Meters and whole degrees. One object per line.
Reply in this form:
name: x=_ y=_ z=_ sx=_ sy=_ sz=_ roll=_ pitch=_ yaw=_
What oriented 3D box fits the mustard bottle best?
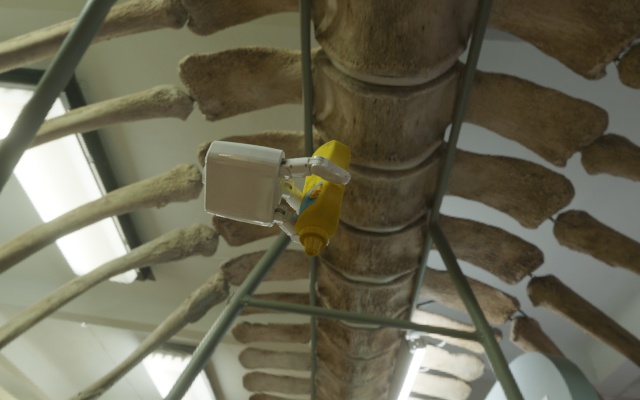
mustard bottle: x=0.000 y=0.002 z=0.719 sx=0.058 sy=0.191 sz=0.096 roll=27 pitch=-45 yaw=-16
